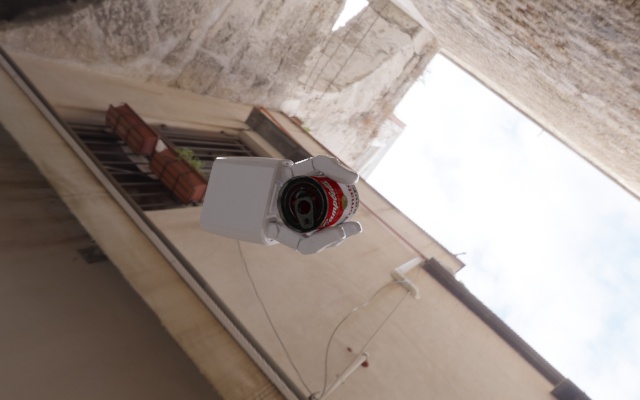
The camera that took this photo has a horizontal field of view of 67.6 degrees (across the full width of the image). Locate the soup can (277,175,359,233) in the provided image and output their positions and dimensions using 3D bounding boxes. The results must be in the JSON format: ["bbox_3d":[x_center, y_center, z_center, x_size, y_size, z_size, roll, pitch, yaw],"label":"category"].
[{"bbox_3d":[0.001,0.002,0.602,0.068,0.068,0.102,0,3,26],"label":"soup can"}]
